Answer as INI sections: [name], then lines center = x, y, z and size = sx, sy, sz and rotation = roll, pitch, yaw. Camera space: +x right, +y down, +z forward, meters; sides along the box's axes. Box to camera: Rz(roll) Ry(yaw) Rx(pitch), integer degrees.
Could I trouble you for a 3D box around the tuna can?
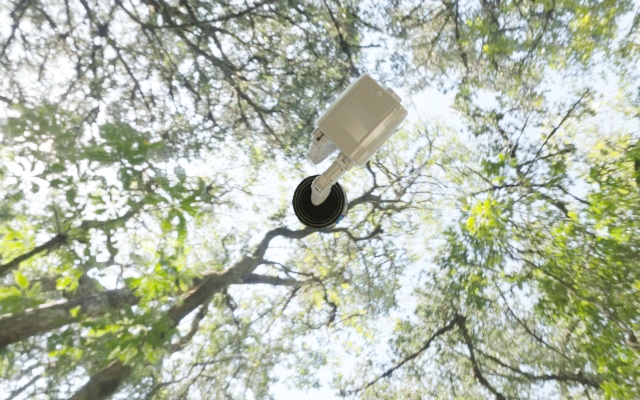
[tuna can]
center = 0.000, 0.003, 0.759
size = 0.086, 0.086, 0.034
rotation = 0, -5, 15
